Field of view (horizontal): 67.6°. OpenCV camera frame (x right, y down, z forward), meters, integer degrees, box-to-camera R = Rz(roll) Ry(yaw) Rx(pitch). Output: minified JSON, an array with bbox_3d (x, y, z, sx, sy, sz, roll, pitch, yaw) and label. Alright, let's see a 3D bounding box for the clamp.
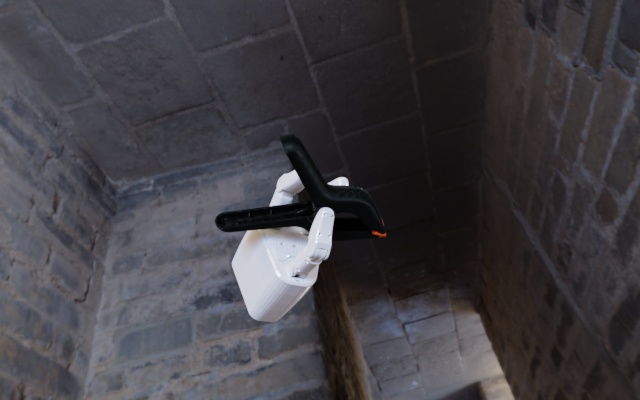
[{"bbox_3d":[0.001,0.003,0.569,0.210,0.036,0.165,13,-43,-26],"label":"clamp"}]
